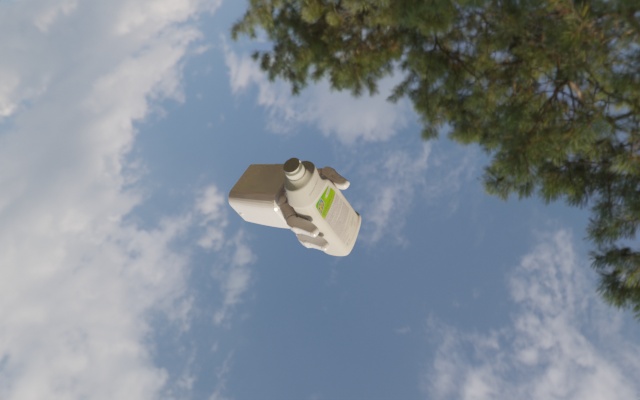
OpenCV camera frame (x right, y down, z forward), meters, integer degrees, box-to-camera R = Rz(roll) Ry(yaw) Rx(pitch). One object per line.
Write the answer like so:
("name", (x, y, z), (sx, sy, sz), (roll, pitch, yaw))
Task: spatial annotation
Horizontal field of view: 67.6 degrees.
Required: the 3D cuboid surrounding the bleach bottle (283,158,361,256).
("bleach bottle", (0.000, 0.003, 0.838), (0.068, 0.102, 0.251), (5, -29, 26))
